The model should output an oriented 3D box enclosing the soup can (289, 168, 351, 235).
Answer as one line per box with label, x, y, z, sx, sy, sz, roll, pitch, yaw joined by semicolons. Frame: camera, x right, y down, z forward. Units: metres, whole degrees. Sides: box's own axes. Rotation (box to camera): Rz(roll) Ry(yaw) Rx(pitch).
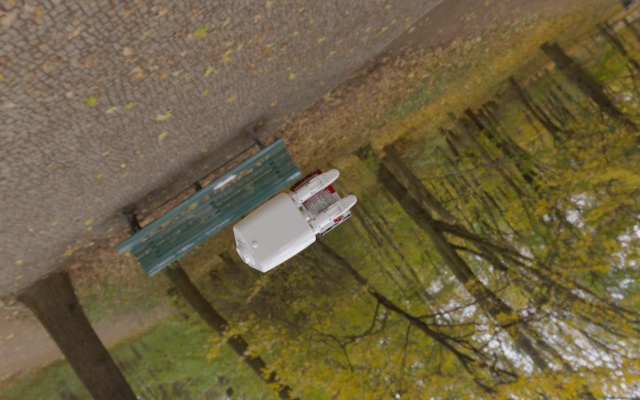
soup can;0.001;0.003;0.855;0.068;0.102;0.068;-34;-4;-3
